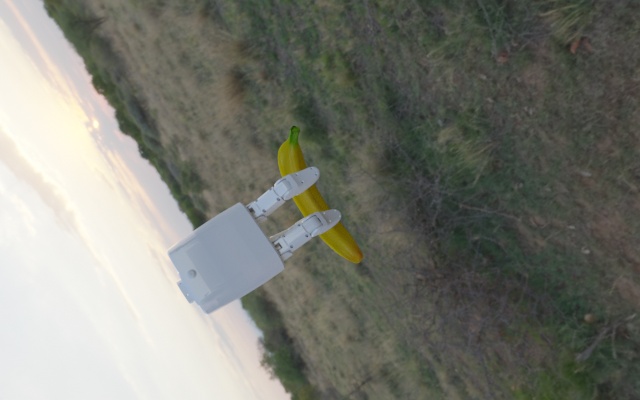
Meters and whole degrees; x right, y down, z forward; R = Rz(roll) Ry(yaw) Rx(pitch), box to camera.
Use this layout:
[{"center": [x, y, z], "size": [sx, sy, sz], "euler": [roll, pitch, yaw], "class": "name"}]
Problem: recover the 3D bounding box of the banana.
[{"center": [-0.009, 0.000, 0.640], "size": [0.037, 0.198, 0.069], "euler": [-32, 9, -21], "class": "banana"}]
